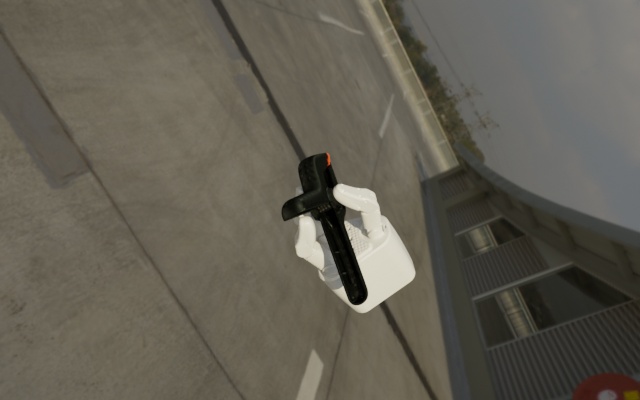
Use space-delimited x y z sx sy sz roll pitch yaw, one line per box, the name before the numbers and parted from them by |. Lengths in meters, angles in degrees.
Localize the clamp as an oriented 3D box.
clamp | 0.001 0.001 0.573 0.036 0.209 0.165 -24 -48 15
